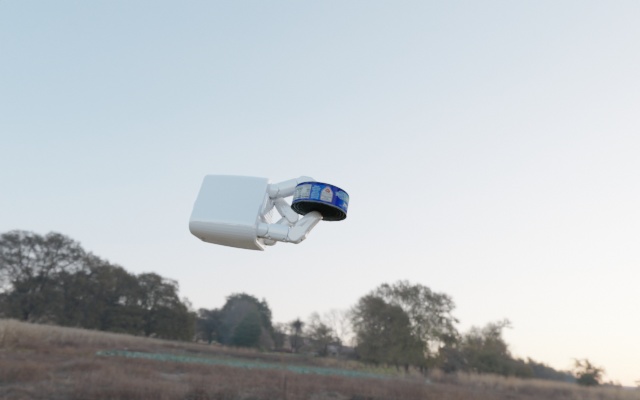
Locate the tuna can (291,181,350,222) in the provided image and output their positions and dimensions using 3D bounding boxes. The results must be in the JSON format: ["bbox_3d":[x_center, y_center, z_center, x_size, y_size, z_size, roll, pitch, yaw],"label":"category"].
[{"bbox_3d":[0.000,0.002,0.717,0.086,0.033,0.086,10,-19,3],"label":"tuna can"}]
